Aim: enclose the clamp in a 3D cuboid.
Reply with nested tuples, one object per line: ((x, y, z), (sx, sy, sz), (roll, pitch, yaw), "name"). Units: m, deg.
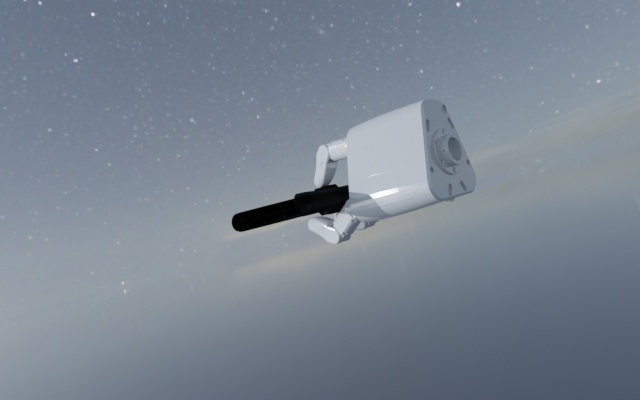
((0.000, 0.001, 0.610), (0.210, 0.036, 0.164), (-13, -1, -43), "clamp")
